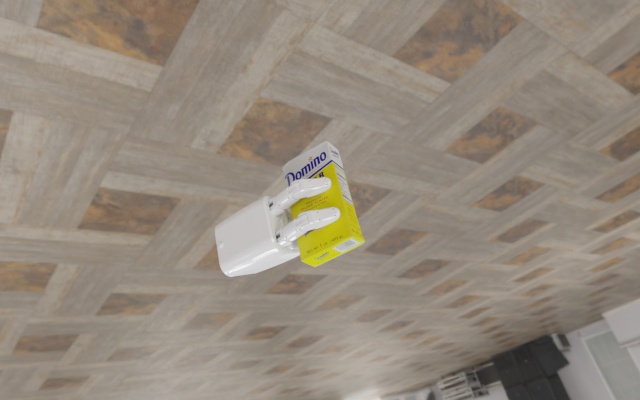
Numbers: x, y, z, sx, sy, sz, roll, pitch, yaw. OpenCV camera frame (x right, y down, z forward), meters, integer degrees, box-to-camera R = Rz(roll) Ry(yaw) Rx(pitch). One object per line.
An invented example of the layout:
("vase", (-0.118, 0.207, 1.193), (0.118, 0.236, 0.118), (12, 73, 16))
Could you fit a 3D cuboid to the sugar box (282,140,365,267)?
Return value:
("sugar box", (0.000, 0.002, 0.736), (0.093, 0.176, 0.048), (-28, -31, 21))
